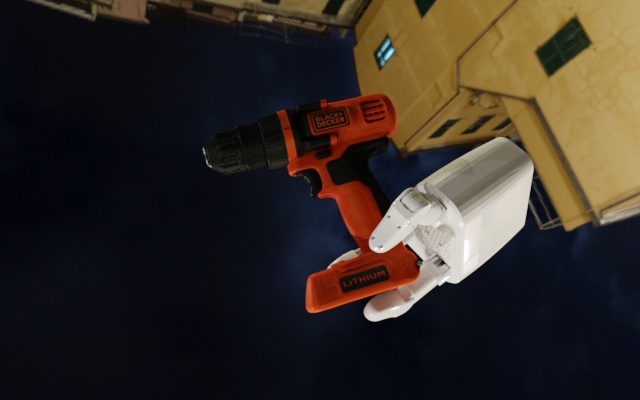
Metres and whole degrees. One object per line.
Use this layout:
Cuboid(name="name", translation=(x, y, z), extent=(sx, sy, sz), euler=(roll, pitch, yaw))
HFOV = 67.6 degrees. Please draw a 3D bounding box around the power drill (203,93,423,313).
Cuboid(name="power drill", translation=(0.000, 0.002, 0.437), extent=(0.184, 0.187, 0.057), euler=(-15, -10, -5))
